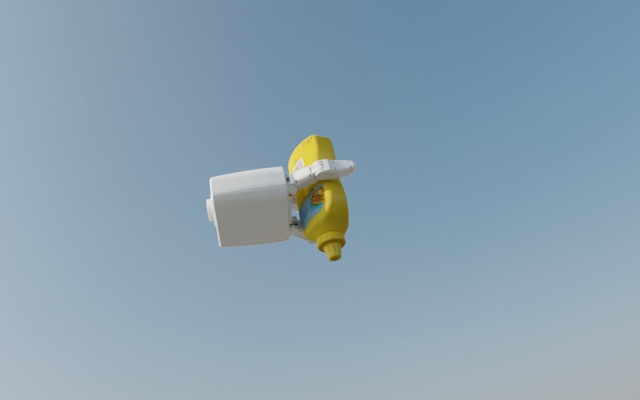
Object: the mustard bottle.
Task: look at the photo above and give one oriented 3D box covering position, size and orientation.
[{"bbox_3d":[0.000,0.002,0.710,0.058,0.191,0.096,8,-39,-30],"label":"mustard bottle"}]
